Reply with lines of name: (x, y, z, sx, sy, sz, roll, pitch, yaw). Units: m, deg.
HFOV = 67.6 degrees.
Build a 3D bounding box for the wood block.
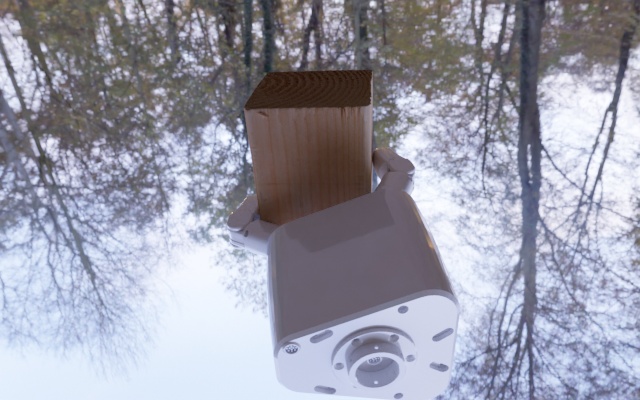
wood block: (0.000, 0.002, 0.414, 0.091, 0.206, 0.090, 1, 31, 7)
